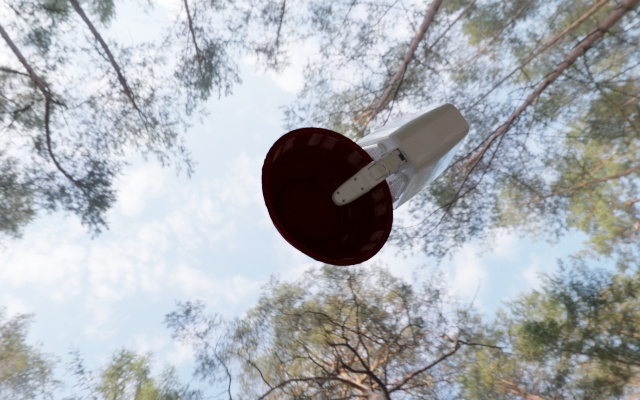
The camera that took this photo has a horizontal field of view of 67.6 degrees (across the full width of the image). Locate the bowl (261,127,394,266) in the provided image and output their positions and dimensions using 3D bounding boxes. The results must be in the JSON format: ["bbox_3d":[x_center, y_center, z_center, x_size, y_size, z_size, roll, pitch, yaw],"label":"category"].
[{"bbox_3d":[-0.001,0.002,0.527,0.162,0.162,0.055,0,-23,-32],"label":"bowl"}]
